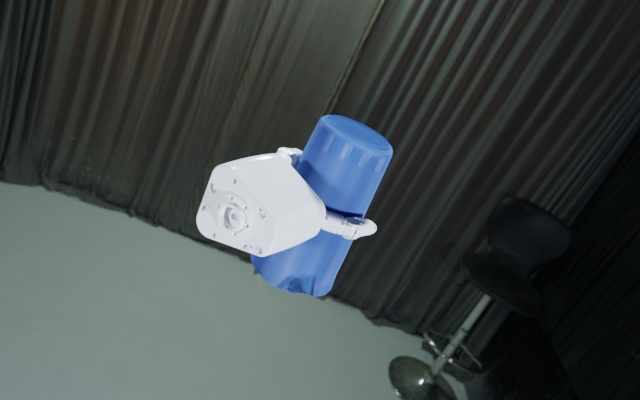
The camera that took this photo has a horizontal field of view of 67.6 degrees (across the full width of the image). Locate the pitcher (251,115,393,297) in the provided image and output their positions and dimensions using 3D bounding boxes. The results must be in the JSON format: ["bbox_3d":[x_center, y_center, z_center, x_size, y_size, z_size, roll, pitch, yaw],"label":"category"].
[{"bbox_3d":[0.000,0.002,0.688,0.149,0.243,0.145,35,24,21],"label":"pitcher"}]
